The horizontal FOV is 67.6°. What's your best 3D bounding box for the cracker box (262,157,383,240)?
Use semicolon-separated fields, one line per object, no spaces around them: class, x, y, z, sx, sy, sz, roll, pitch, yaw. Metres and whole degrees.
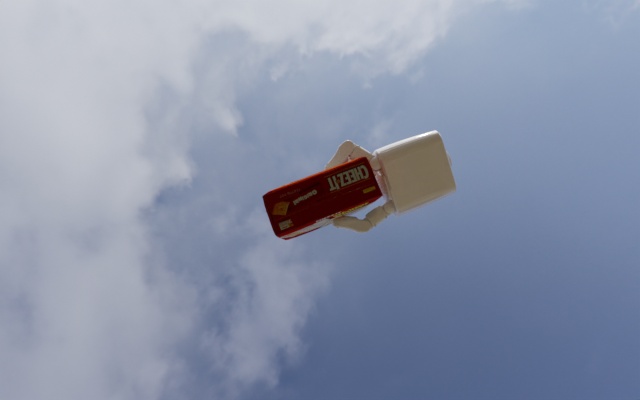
cracker box;0.000;0.003;0.776;0.164;0.072;0.214;-21;-6;-3
